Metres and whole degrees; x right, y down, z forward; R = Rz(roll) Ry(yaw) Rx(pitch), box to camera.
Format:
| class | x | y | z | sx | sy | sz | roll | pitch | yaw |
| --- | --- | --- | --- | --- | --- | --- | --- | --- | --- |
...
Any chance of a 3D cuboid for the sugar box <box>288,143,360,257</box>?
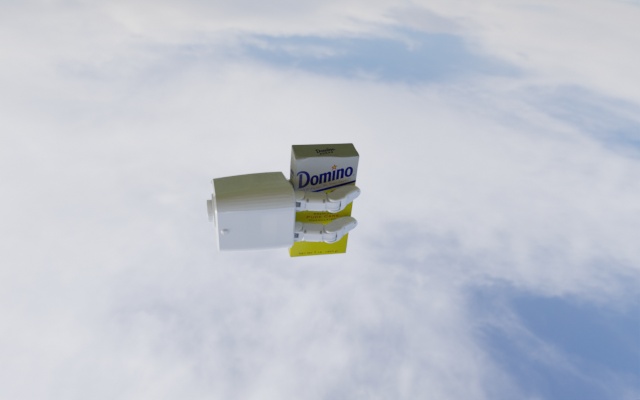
| class | x | y | z | sx | sy | sz | roll | pitch | yaw |
| --- | --- | --- | --- | --- | --- | --- | --- | --- | --- |
| sugar box | 0.000 | 0.003 | 0.709 | 0.093 | 0.176 | 0.048 | -4 | 37 | -13 |
